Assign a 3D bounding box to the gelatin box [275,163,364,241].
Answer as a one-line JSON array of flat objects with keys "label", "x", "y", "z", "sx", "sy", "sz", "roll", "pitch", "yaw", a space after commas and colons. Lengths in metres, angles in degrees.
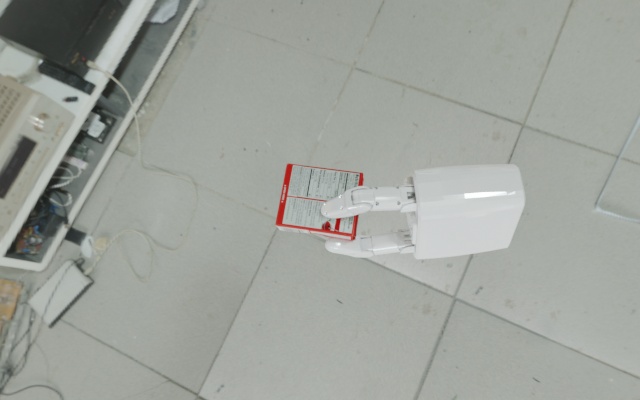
[{"label": "gelatin box", "x": 0.000, "y": 0.002, "z": 0.532, "sx": 0.089, "sy": 0.073, "sz": 0.030, "roll": 8, "pitch": -14, "yaw": 5}]
